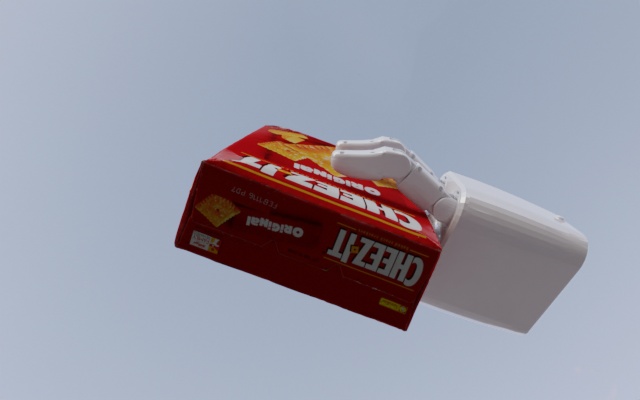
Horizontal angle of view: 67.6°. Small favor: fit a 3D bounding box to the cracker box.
[{"bbox_3d":[0.000,0.001,0.401,0.164,0.072,0.213,20,15,-1],"label":"cracker box"}]
